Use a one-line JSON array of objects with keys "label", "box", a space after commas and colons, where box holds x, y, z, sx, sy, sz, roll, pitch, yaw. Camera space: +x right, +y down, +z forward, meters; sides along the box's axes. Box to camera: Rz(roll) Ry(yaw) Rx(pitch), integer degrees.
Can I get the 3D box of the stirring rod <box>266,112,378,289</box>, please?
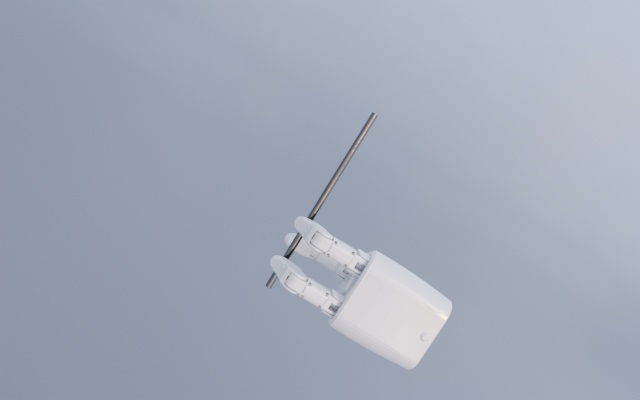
[{"label": "stirring rod", "box": [0.000, 0.002, 0.563, 0.011, 0.239, 0.011, 31, 6, -3]}]
